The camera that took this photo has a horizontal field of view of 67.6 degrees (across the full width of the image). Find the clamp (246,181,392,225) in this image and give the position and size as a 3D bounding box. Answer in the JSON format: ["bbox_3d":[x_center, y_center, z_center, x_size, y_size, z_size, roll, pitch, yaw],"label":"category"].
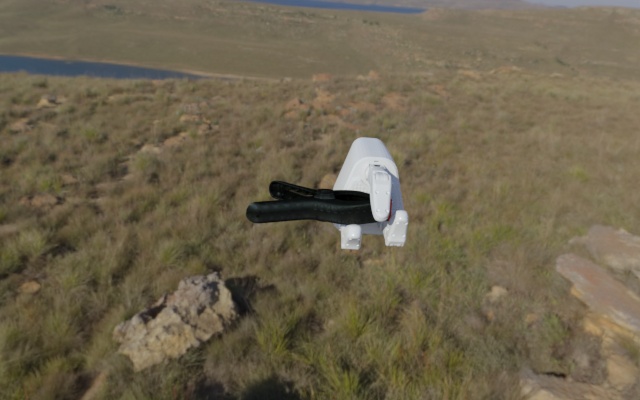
[{"bbox_3d":[0.000,0.001,0.595,0.171,0.039,0.120,4,23,-2],"label":"clamp"}]
